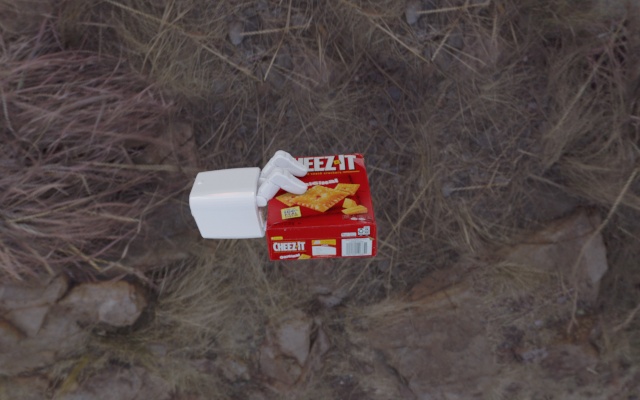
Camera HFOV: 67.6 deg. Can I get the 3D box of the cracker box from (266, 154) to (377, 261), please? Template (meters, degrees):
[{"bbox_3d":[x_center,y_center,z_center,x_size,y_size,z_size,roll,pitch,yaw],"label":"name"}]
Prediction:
[{"bbox_3d":[0.000,0.003,0.787,0.164,0.072,0.213,-3,35,0],"label":"cracker box"}]
